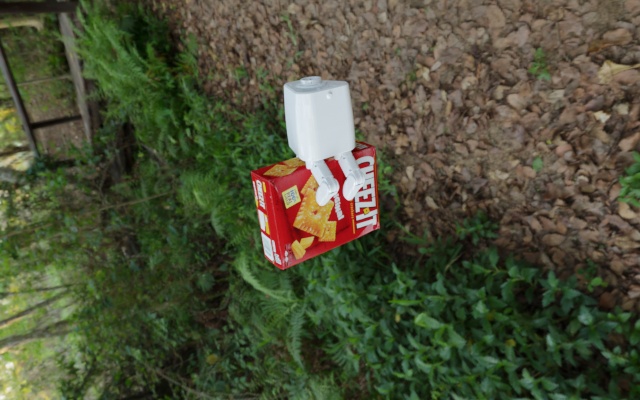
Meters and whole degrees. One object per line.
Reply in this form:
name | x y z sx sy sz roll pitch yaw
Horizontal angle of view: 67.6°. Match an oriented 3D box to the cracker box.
cracker box | 0.000 0.003 0.819 0.213 0.164 0.072 -20 28 -28
